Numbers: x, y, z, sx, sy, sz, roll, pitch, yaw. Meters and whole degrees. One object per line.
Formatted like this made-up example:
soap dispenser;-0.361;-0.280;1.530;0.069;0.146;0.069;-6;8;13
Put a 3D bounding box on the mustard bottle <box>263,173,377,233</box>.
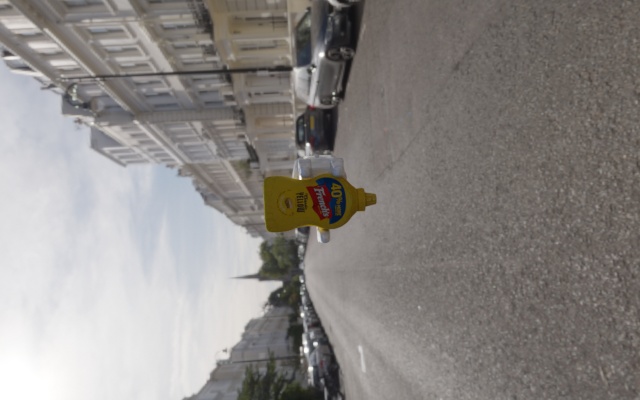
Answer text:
mustard bottle;0.000;0.003;0.819;0.191;0.096;0.058;-3;-4;-2
